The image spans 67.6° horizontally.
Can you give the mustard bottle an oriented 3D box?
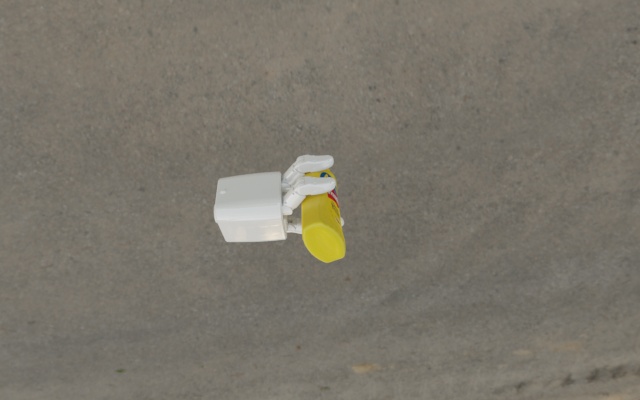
[{"bbox_3d":[0.000,0.003,0.793,0.058,0.191,0.096,-21,-48,15],"label":"mustard bottle"}]
